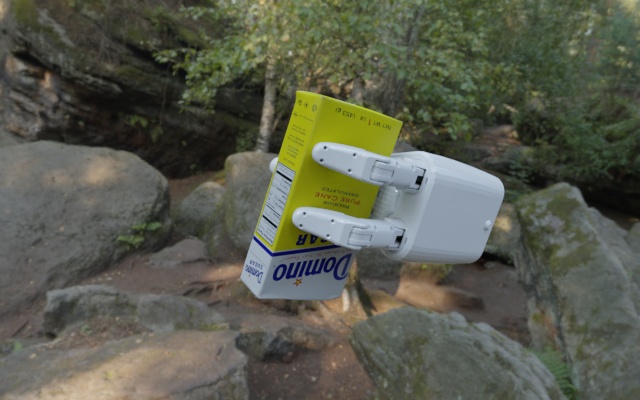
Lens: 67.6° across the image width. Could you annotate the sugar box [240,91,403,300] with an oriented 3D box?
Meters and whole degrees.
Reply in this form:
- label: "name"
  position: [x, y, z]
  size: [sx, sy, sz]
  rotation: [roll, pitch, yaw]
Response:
- label: "sugar box"
  position: [0.001, 0.001, 0.419]
  size: [0.093, 0.176, 0.048]
  rotation: [9, 13, -36]
